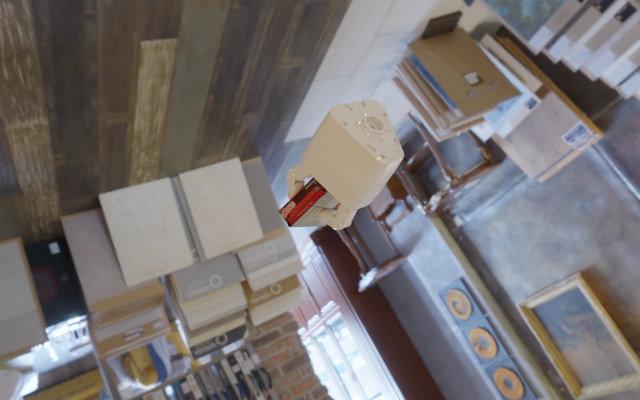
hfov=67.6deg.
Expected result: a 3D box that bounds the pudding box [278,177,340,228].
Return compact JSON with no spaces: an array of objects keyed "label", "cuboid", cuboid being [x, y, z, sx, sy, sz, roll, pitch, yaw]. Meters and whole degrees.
[{"label":"pudding box","cuboid":[0.000,0.003,0.764,0.090,0.039,0.113,-42,-23,23]}]
